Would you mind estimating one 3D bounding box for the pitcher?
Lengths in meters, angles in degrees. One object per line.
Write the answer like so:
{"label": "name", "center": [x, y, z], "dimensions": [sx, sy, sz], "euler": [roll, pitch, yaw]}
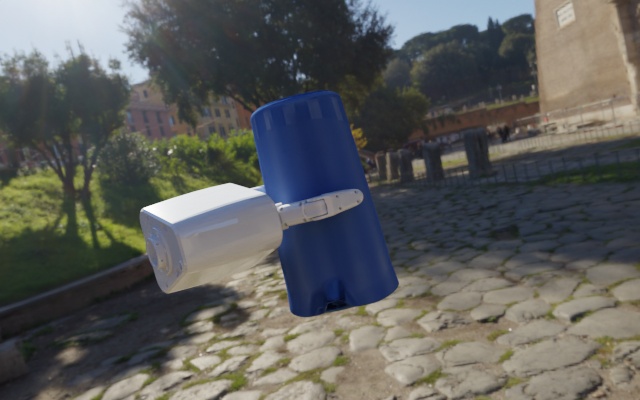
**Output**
{"label": "pitcher", "center": [0.000, 0.002, 0.570], "dimensions": [0.145, 0.243, 0.149], "euler": [-18, 6, -36]}
